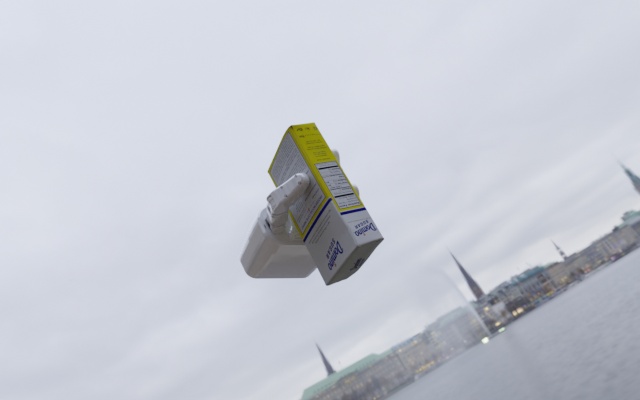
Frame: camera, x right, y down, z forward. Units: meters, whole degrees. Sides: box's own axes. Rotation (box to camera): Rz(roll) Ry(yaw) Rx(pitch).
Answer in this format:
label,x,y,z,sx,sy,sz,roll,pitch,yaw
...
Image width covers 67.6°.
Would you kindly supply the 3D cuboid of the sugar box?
label,x,y,z,sx,sy,sz,roll,pitch,yaw
sugar box,0.000,0.002,0.571,0.048,0.176,0.093,-14,-28,-34
